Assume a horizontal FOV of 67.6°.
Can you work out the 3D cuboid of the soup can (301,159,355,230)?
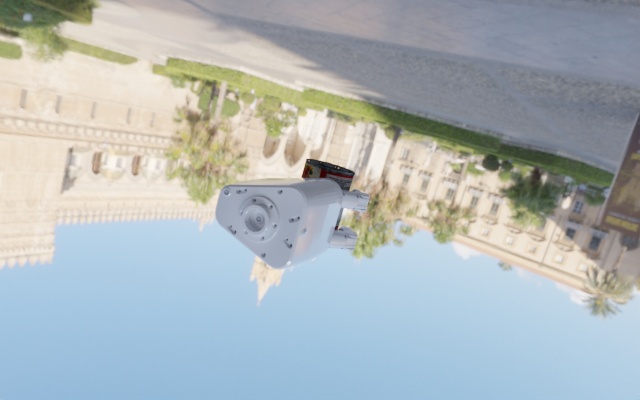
[{"bbox_3d":[0.000,0.002,0.639,0.068,0.102,0.068,15,10,-3],"label":"soup can"}]
